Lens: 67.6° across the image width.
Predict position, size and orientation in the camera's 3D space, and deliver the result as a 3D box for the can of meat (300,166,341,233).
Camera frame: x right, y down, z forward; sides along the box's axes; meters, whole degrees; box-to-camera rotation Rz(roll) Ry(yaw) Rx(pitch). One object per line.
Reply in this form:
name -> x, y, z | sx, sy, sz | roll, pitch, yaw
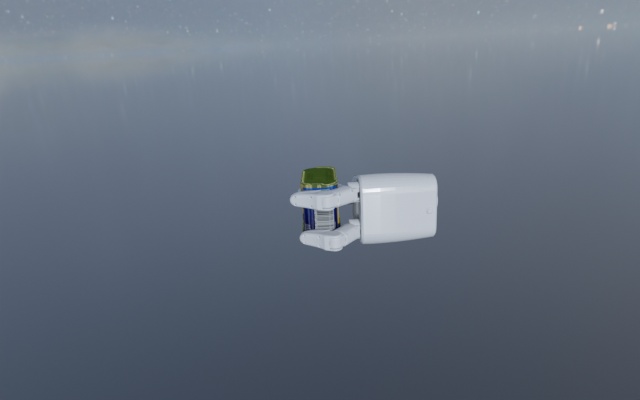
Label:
can of meat -> 0.000, 0.002, 0.696 | 0.057, 0.084, 0.102 | -3, 18, 0
